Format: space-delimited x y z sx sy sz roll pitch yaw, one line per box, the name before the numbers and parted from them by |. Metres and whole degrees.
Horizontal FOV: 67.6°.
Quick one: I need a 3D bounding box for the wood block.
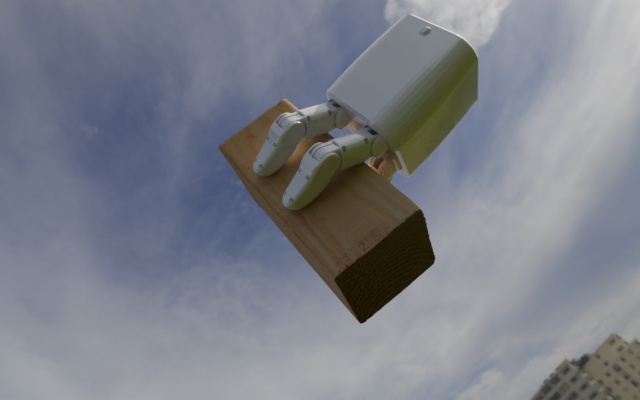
wood block | 0.000 0.001 0.454 0.206 0.090 0.091 45 -11 40
